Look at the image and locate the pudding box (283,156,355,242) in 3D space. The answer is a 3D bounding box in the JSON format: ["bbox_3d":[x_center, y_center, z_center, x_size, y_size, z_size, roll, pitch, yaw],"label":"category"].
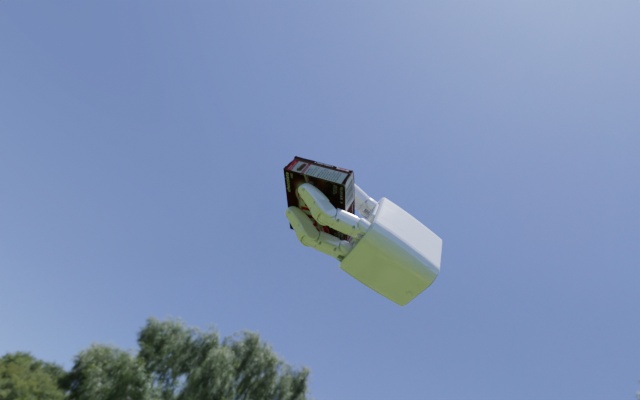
[{"bbox_3d":[0.000,0.002,0.651,0.090,0.114,0.039,15,42,21],"label":"pudding box"}]
